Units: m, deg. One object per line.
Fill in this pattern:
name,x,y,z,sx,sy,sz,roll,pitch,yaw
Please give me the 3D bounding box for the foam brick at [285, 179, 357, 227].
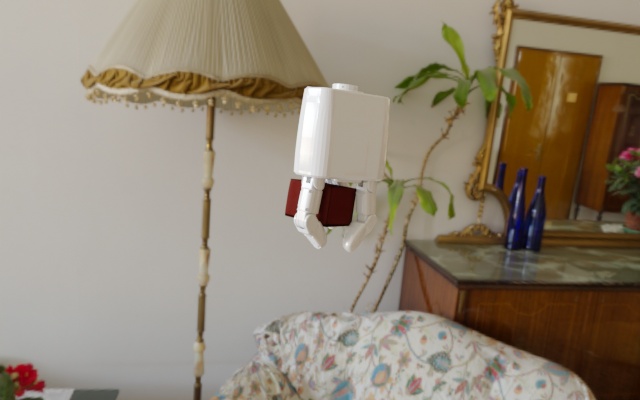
foam brick,0.000,0.002,0.631,0.078,0.051,0.053,13,8,42
